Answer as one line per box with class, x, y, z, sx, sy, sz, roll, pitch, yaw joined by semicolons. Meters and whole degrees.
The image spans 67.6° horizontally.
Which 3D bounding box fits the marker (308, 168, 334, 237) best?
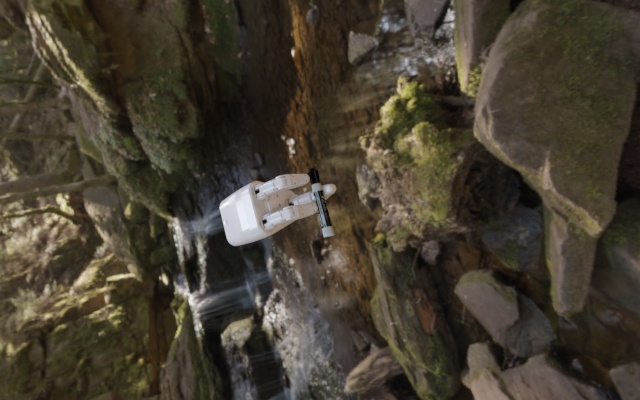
marker;0.000;0.003;0.819;0.020;0.121;0.020;-14;-9;-2
